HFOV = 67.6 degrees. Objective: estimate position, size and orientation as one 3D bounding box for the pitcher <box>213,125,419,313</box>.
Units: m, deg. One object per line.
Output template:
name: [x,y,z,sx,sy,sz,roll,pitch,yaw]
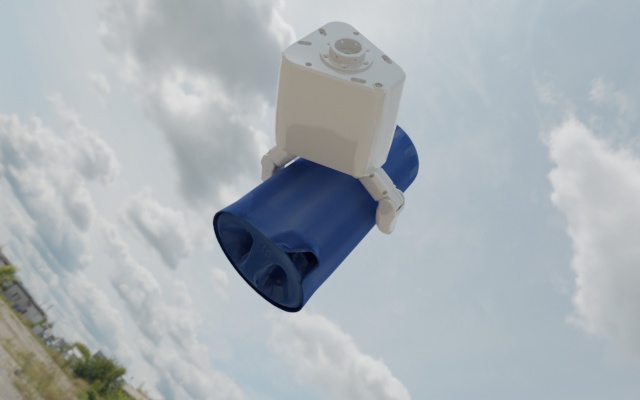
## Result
pitcher: [0.000,0.002,0.561,0.149,0.145,0.242,36,56,21]
